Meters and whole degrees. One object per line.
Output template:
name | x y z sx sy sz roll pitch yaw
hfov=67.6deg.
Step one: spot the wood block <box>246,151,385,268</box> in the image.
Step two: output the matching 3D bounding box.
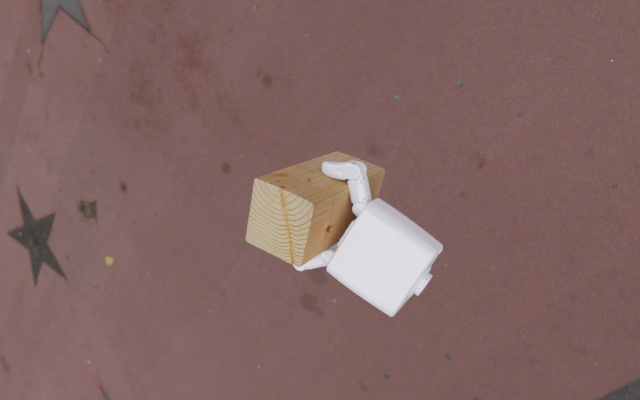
wood block | 0.000 0.002 0.663 0.090 0.091 0.206 23 25 24
